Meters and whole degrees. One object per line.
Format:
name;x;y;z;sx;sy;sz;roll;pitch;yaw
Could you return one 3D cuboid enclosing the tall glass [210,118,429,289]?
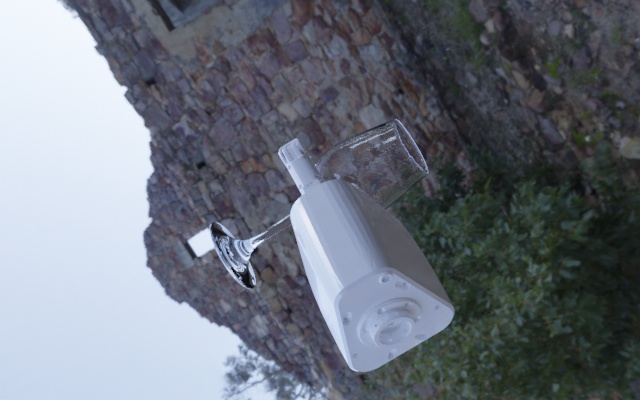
tall glass;-0.001;0.002;0.452;0.201;0.079;0.079;-32;-2;4
